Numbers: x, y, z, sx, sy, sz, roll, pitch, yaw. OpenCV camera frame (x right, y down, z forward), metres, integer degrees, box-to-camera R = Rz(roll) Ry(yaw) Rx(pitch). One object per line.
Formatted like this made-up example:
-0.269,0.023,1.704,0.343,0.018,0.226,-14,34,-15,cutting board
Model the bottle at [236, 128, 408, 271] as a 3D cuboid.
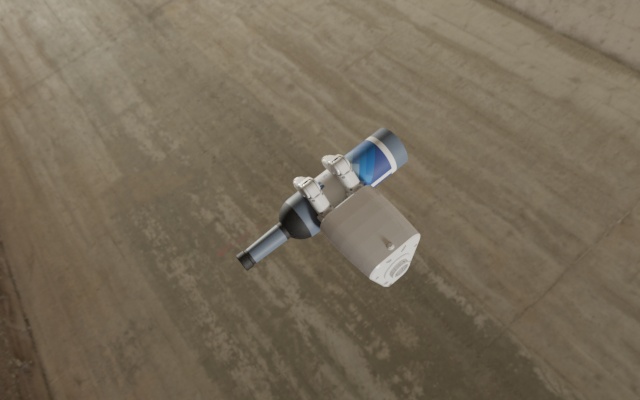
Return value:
0.000,0.002,0.715,0.295,0.069,0.069,-38,9,-12,bottle
